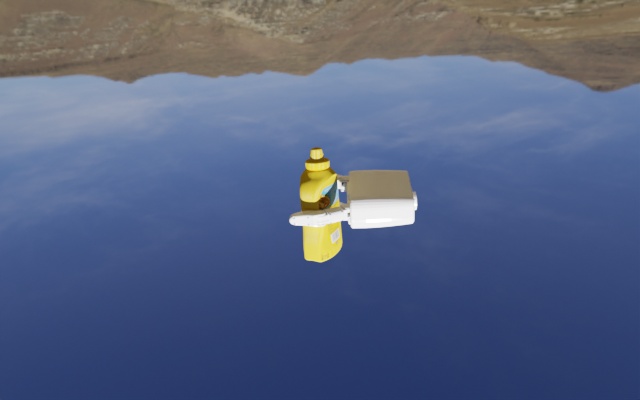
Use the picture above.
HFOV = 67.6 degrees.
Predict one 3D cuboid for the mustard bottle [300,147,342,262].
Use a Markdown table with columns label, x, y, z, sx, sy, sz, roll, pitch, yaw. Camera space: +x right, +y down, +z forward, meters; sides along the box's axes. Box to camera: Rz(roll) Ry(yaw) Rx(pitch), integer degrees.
| label | x | y | z | sx | sy | sz | roll | pitch | yaw |
| --- | --- | --- | --- | --- | --- | --- | --- | --- | --- |
| mustard bottle | 0.000 | 0.003 | 0.830 | 0.058 | 0.192 | 0.096 | 7 | 23 | 27 |
